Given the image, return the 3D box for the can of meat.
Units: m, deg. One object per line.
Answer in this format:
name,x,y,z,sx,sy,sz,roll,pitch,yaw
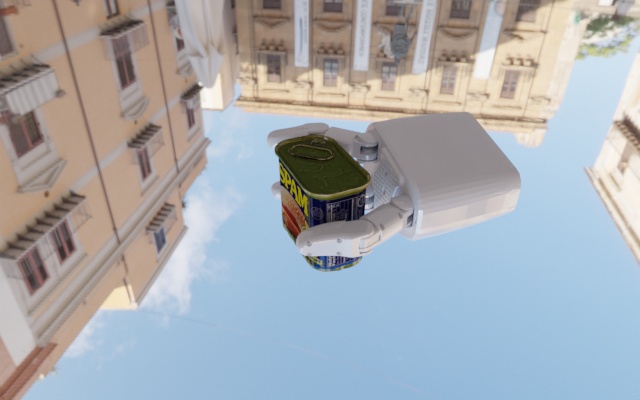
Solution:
can of meat,0.000,0.002,0.424,0.057,0.084,0.102,-14,36,-19
